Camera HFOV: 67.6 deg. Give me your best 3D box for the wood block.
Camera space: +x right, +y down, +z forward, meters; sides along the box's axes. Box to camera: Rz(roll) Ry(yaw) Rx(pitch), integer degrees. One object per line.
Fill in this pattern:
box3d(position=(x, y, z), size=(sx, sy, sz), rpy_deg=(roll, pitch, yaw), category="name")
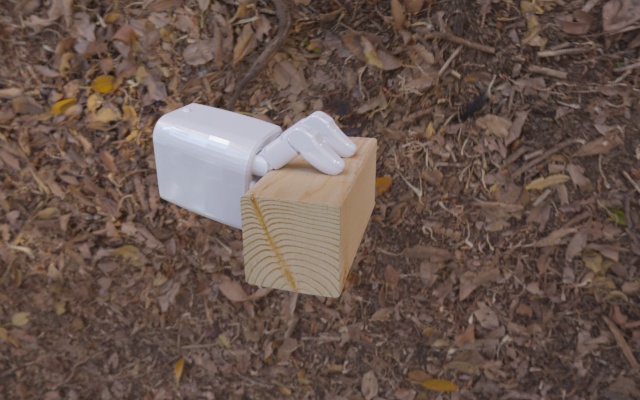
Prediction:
box3d(position=(0.000, 0.002, 0.500), size=(0.090, 0.091, 0.206), rpy_deg=(6, 24, 13), category="wood block")
